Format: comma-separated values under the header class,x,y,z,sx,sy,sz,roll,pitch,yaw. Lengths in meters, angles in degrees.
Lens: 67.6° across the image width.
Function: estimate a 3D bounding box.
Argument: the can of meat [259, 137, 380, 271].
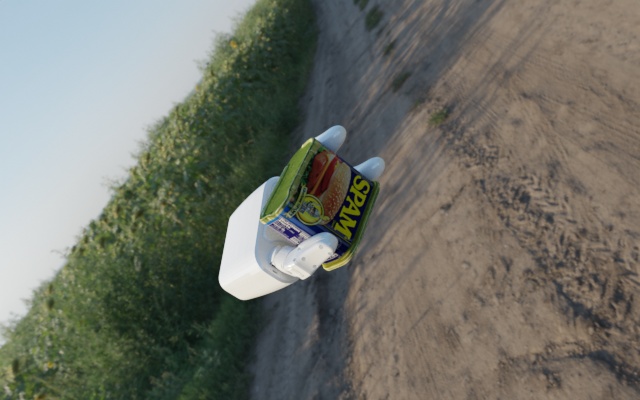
class,x,y,z,sx,sy,sz,roll,pitch,yaw
can of meat,0.000,0.001,0.462,0.084,0.102,0.057,36,-34,-17
